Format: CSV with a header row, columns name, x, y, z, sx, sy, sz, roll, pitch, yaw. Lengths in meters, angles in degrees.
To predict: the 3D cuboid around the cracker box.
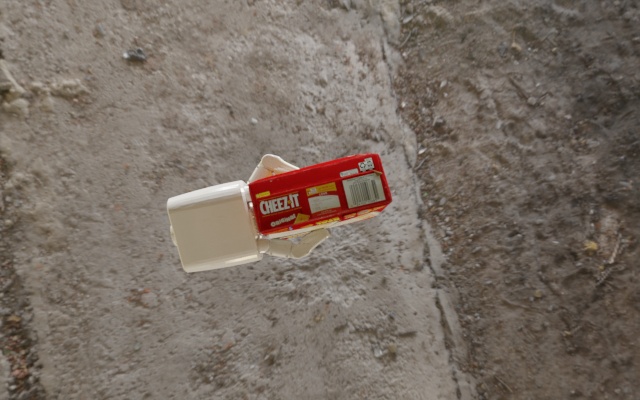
name,x,y,z,sx,sy,sz,roll,pitch,yaw
cracker box,0.000,0.002,0.665,0.164,0.072,0.214,-14,-6,-1
